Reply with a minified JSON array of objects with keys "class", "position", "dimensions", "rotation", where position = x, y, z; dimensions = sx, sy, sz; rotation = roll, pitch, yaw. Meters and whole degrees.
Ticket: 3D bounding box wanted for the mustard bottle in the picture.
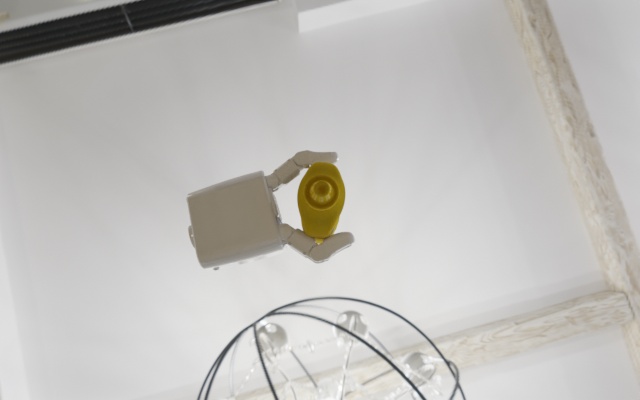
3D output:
[{"class":"mustard bottle","position":[0.000,0.002,0.616],"dimensions":[0.058,0.096,0.192],"rotation":[8,-9,1]}]
